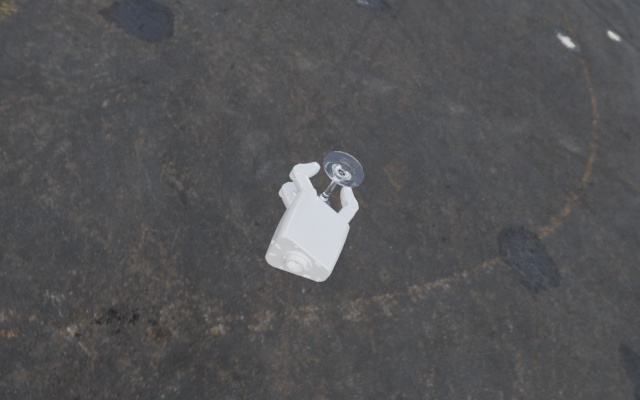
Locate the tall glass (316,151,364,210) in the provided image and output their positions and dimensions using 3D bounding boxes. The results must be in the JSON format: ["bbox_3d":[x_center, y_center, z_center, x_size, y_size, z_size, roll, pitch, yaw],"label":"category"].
[{"bbox_3d":[0.001,0.002,0.866,0.079,0.079,0.201,0,-34,-28],"label":"tall glass"}]
